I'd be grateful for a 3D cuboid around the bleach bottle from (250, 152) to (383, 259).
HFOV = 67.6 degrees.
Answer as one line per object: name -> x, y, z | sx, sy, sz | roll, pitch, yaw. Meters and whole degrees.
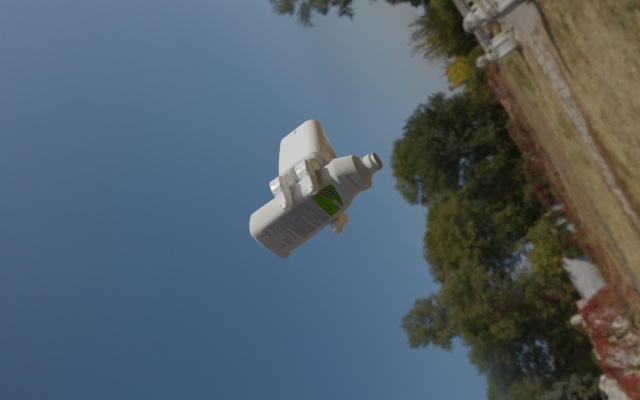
bleach bottle -> 0.000, 0.003, 0.811 | 0.251, 0.068, 0.103 | -33, -53, 24
